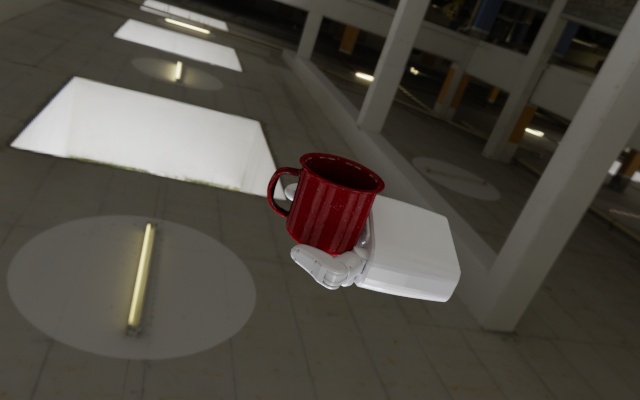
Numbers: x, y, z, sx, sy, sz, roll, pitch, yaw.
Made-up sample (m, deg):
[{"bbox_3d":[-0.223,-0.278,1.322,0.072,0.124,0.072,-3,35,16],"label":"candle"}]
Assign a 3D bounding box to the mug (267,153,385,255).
[{"bbox_3d":[-0.001,0.002,0.509,0.117,0.081,0.093,15,23,-9],"label":"mug"}]
